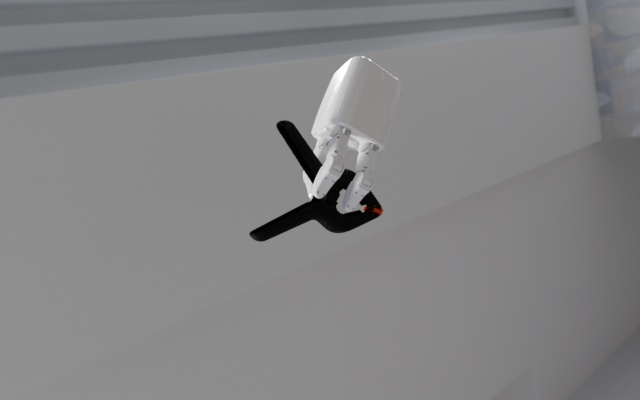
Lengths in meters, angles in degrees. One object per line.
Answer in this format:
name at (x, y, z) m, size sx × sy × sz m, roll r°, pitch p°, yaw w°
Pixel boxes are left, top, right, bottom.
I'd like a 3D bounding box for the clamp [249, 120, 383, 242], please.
clamp at (0.000, 0.002, 0.681) m, size 0.210 × 0.164 × 0.036 m, roll 24°, pitch -8°, yaw -33°
